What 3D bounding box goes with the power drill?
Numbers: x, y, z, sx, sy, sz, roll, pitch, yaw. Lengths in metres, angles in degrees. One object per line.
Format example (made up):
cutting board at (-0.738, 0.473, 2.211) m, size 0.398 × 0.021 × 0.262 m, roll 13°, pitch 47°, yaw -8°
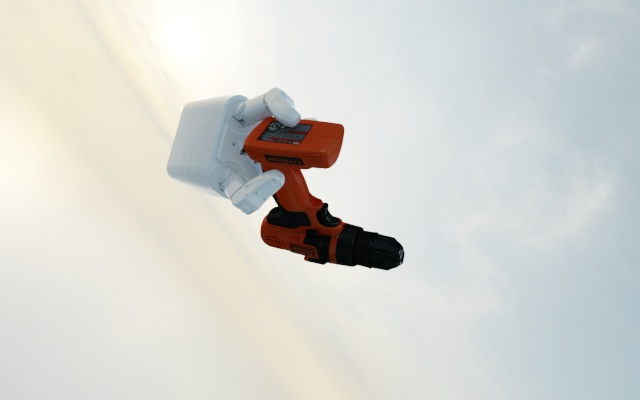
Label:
power drill at (0.000, 0.001, 0.534) m, size 0.184 × 0.188 × 0.057 m, roll 9°, pitch 45°, yaw 22°
